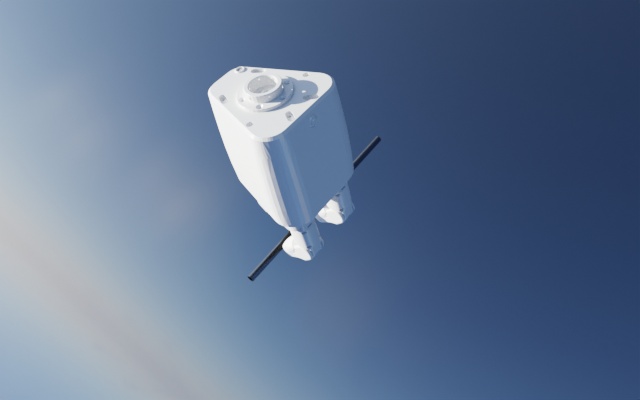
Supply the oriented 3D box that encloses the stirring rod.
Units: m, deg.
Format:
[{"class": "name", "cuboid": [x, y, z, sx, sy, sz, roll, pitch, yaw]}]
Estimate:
[{"class": "stirring rod", "cuboid": [0.000, 0.002, 0.548, 0.239, 0.011, 0.011, -48, 26, -26]}]
